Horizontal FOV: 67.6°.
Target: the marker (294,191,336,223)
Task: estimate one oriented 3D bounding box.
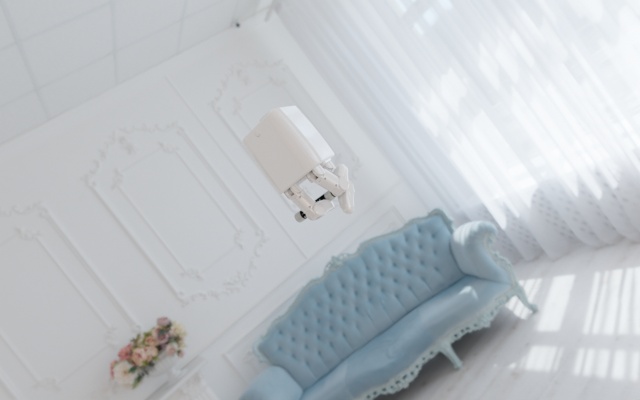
[{"bbox_3d":[0.000,0.003,0.809,0.020,0.020,0.121,0,-28,-48],"label":"marker"}]
